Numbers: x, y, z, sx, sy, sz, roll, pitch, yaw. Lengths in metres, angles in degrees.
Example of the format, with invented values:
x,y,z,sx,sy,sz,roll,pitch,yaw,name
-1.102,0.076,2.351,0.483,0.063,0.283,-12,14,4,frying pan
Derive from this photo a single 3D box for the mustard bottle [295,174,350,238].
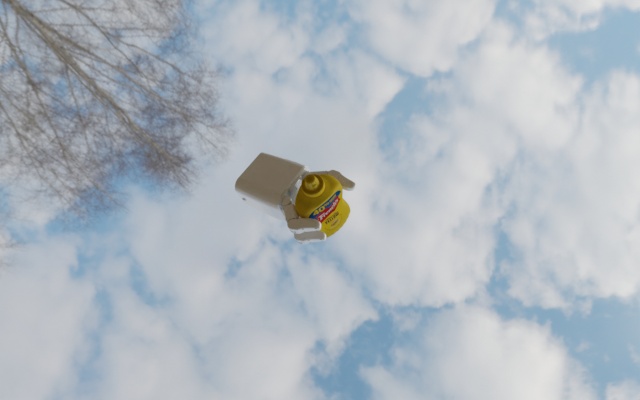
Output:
x,y,z,sx,sy,sz,roll,pitch,yaw,name
0.000,0.003,0.890,0.096,0.058,0.192,-39,-27,-7,mustard bottle
